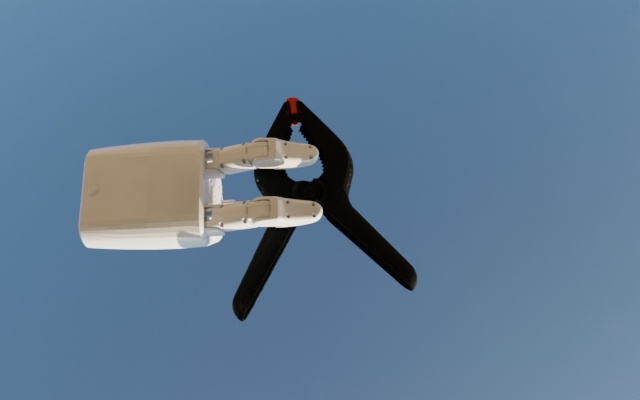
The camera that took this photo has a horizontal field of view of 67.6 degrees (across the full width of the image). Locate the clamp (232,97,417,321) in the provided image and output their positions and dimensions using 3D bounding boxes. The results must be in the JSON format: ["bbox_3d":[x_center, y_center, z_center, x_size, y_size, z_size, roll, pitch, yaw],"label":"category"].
[{"bbox_3d":[0.000,0.001,0.449,0.164,0.210,0.036,-2,-18,-5],"label":"clamp"}]
